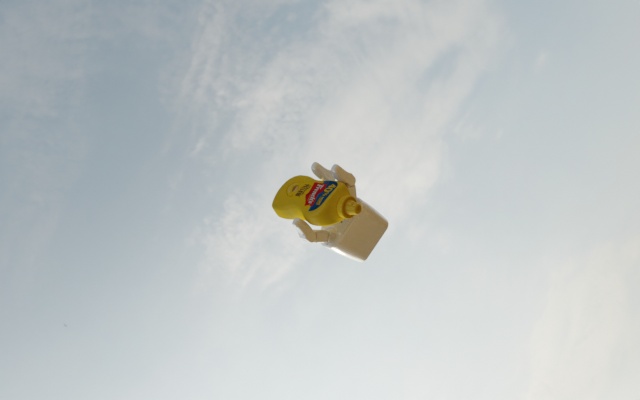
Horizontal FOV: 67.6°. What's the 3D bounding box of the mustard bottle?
[{"bbox_3d":[0.000,0.003,0.888,0.191,0.058,0.096,11,51,45],"label":"mustard bottle"}]
